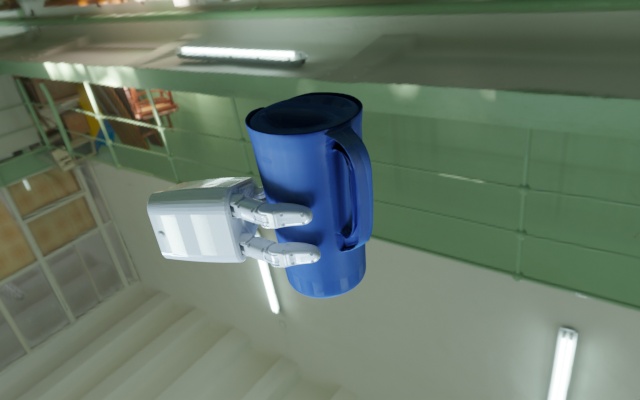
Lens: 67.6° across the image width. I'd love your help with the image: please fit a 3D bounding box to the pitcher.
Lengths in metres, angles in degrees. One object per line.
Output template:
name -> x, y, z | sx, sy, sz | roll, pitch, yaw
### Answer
pitcher -> 0.000, 0.002, 0.584 | 0.145, 0.243, 0.149 | -1, 30, 12
